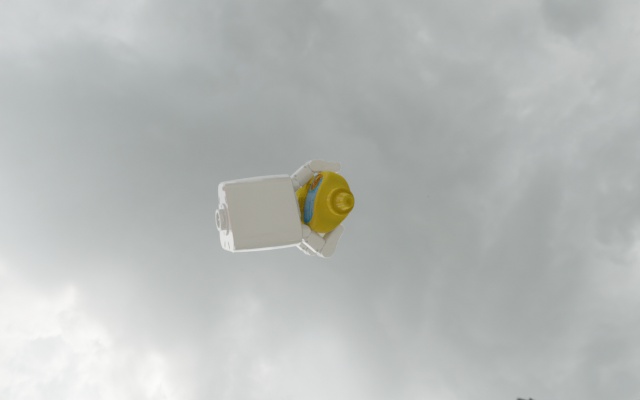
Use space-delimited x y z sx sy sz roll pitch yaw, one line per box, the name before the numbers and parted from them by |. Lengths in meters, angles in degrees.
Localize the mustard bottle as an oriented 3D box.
mustard bottle | 0.000 0.003 0.752 0.058 0.096 0.191 20 -9 -22
